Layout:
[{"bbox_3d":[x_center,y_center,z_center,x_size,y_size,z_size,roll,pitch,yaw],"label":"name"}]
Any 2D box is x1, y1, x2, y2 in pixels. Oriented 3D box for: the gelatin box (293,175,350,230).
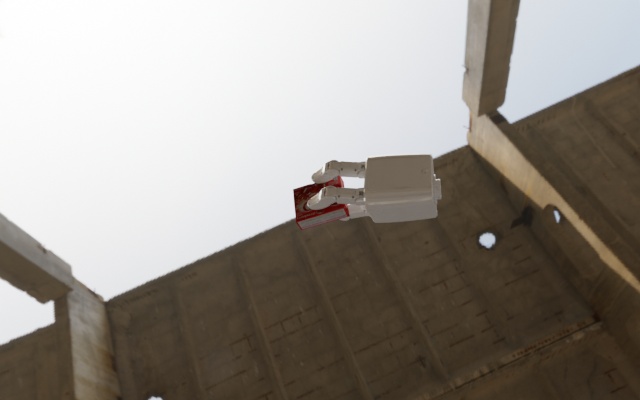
[{"bbox_3d":[0.000,0.003,0.810,0.089,0.073,0.030,-17,-39,11],"label":"gelatin box"}]
